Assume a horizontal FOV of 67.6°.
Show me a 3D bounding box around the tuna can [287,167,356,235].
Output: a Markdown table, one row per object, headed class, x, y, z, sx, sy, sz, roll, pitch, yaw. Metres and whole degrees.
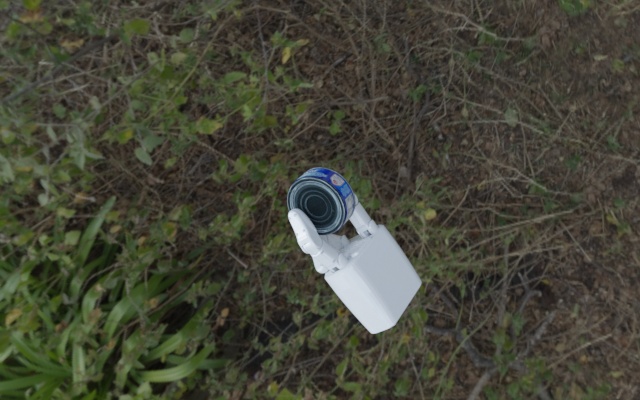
| class | x | y | z | sx | sy | sz | roll | pitch | yaw |
| --- | --- | --- | --- | --- | --- | --- | --- | --- | --- |
| tuna can | 0.000 | 0.002 | 0.624 | 0.086 | 0.086 | 0.033 | 0 | 25 | 28 |
